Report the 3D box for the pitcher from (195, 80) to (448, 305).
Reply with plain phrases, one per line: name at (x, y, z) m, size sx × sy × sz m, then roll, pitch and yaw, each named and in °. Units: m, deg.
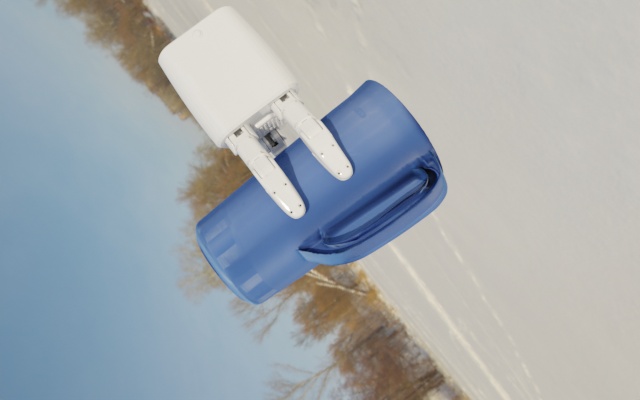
pitcher at (0.000, 0.001, 0.491) m, size 0.243 × 0.145 × 0.149 m, roll -37°, pitch -4°, yaw -2°
